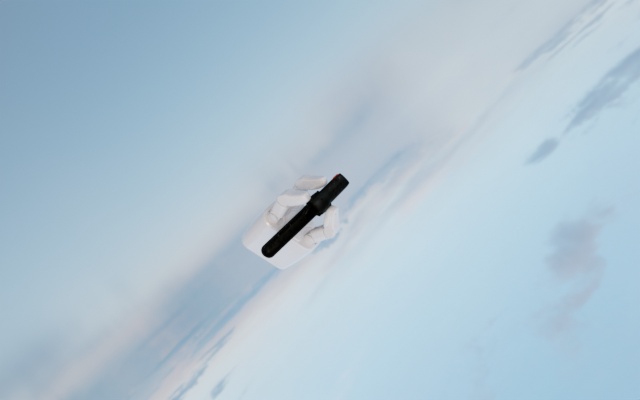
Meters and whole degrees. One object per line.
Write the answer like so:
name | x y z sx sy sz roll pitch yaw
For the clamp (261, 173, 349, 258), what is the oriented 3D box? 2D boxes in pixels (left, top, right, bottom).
clamp | 0.001 0.003 0.796 0.165 0.036 0.210 -40 3 46
